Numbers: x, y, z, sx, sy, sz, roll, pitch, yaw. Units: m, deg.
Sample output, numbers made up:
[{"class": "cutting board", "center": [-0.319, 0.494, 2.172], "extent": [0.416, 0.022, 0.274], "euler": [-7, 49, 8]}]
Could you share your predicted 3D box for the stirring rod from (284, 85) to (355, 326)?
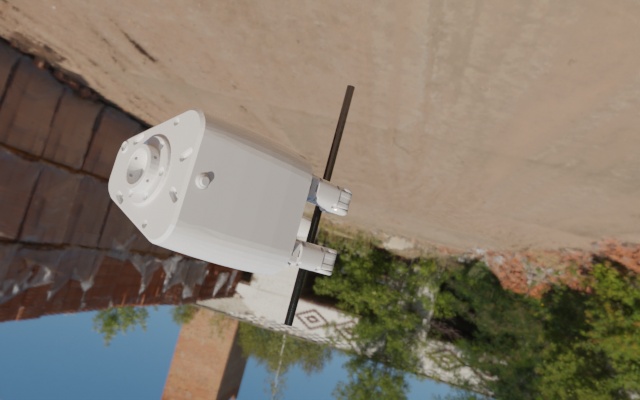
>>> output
[{"class": "stirring rod", "center": [0.000, 0.001, 0.463], "extent": [0.011, 0.239, 0.011], "euler": [15, -7, 2]}]
